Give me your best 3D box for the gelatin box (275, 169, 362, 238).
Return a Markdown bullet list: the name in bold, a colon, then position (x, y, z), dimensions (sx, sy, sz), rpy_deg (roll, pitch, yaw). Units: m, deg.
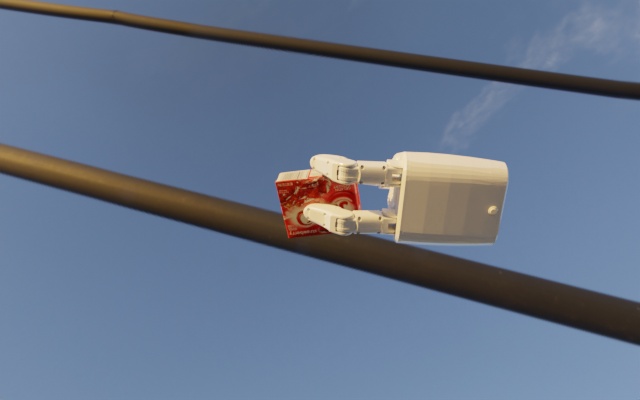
- **gelatin box**: position (0.000, 0.002, 0.543), dimensions (0.089, 0.073, 0.030), rpy_deg (-6, 25, 12)
